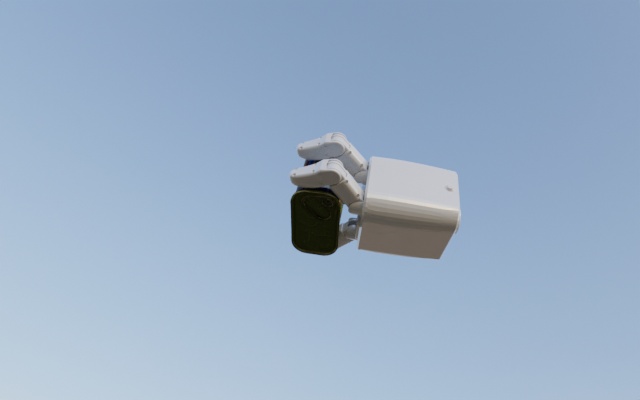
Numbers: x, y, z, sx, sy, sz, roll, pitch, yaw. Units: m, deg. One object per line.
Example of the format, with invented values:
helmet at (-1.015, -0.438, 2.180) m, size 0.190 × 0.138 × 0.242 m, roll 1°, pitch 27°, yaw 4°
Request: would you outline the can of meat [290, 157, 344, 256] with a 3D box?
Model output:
can of meat at (0.000, 0.002, 0.586) m, size 0.057 × 0.102 × 0.084 m, roll 7°, pitch 42°, yaw 6°
